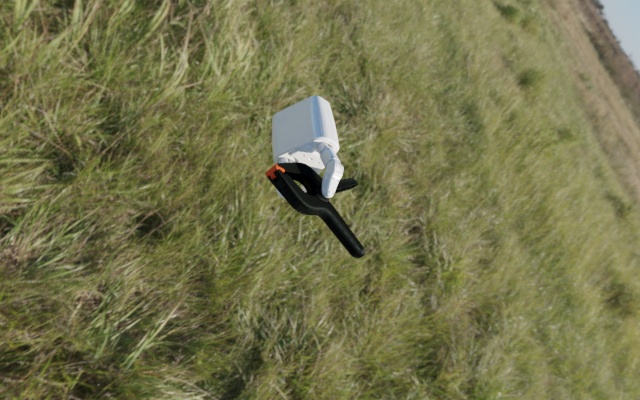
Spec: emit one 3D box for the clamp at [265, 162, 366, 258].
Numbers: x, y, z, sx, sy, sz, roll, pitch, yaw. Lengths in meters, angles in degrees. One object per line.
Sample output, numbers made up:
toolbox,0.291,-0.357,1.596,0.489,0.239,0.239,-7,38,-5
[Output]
clamp,0.000,0.002,0.789,0.210,0.164,0.036,23,-45,-39
